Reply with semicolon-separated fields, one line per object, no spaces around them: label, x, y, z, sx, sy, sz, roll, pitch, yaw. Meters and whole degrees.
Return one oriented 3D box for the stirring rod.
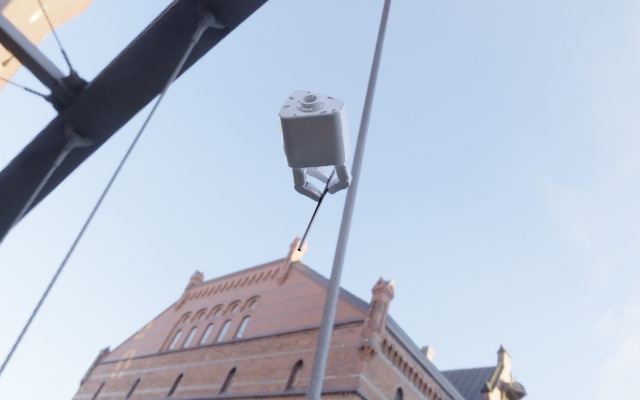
stirring rod;0.000;0.003;0.882;0.011;0.011;0.239;0;42;24
